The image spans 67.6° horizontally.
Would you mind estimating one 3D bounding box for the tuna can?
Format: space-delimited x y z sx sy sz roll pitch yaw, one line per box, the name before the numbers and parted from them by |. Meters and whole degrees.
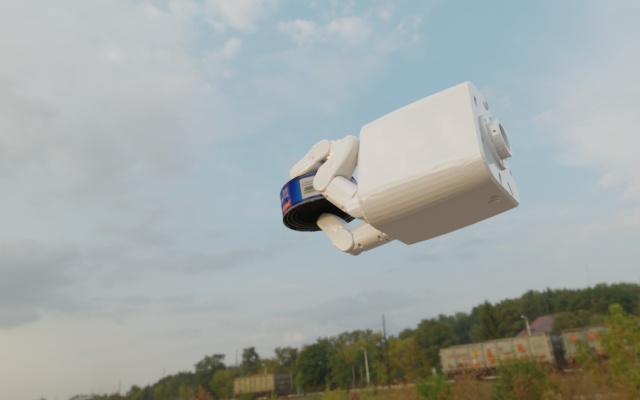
tuna can | 0.000 0.001 0.509 0.086 0.033 0.086 -9 -25 -4
